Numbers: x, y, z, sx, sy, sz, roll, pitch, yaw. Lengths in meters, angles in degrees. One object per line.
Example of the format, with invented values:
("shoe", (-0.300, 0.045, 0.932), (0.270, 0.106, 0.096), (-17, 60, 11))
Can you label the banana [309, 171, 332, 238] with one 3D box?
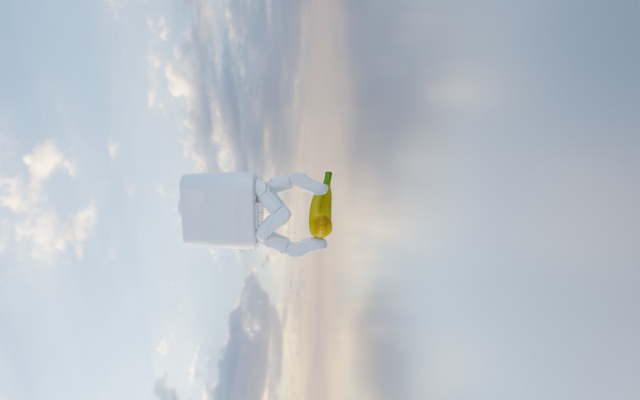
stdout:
("banana", (0.000, 0.018, 0.746), (0.037, 0.070, 0.197), (1, 24, 1))
